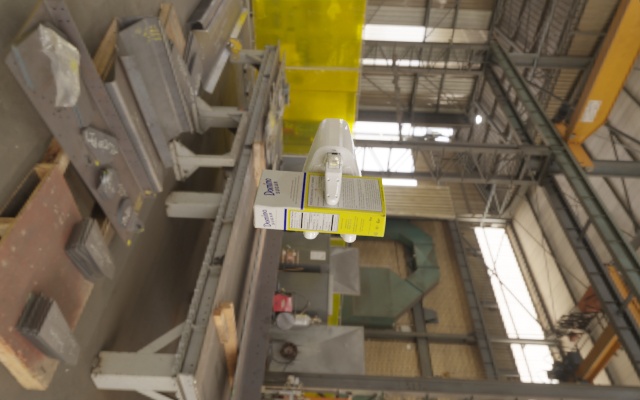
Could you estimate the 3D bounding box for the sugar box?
[{"bbox_3d":[0.000,0.003,0.667,0.176,0.048,0.093,3,35,1],"label":"sugar box"}]
